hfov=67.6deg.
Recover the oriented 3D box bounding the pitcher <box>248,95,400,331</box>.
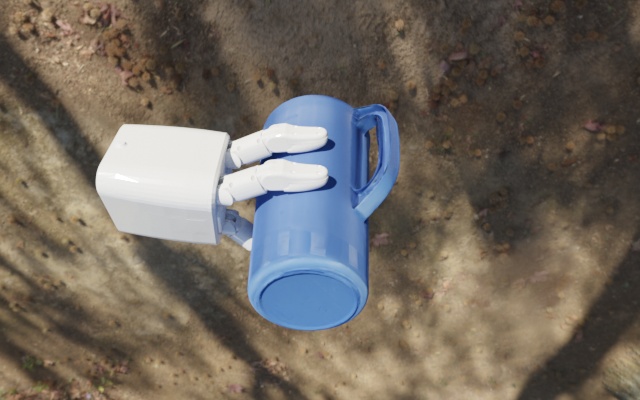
[{"bbox_3d":[0.000,0.002,0.498,0.145,0.149,0.242,8,43,-6],"label":"pitcher"}]
